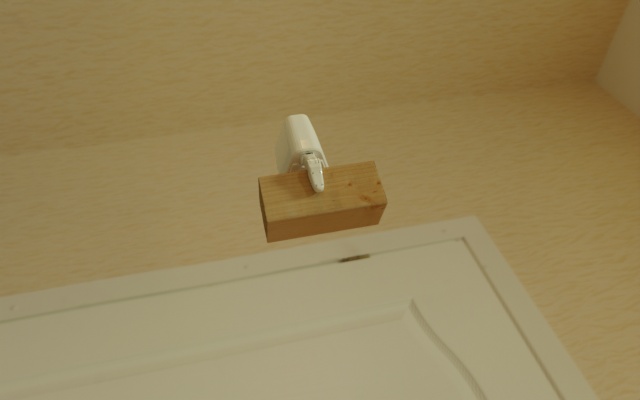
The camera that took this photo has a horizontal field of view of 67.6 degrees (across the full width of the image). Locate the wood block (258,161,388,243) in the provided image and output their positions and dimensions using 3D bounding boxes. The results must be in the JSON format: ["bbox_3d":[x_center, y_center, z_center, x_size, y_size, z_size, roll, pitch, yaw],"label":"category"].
[{"bbox_3d":[0.000,0.002,0.841,0.206,0.090,0.091,-9,-28,-10],"label":"wood block"}]
